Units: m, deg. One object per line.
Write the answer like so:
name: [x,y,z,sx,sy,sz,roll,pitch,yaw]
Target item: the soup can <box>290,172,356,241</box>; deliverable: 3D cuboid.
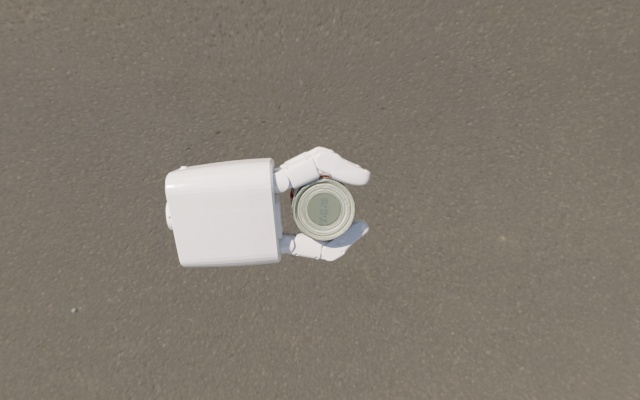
soup can: [0.001,0.002,0.537,0.068,0.068,0.102,0,9,-4]
